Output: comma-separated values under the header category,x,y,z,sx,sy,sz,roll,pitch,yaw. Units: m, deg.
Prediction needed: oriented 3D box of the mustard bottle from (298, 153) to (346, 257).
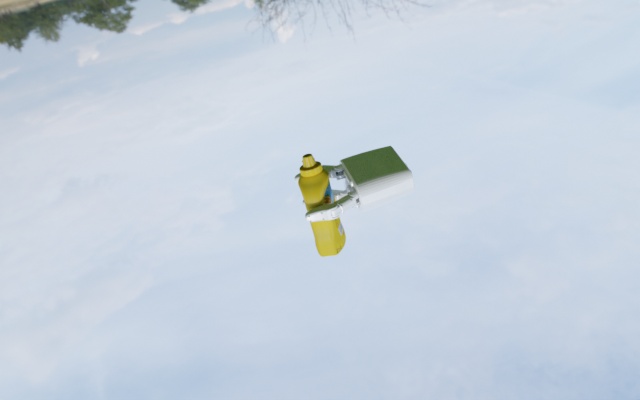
category,x,y,z,sx,sy,sz,roll,pitch,yaw
mustard bottle,0.000,0.003,0.886,0.058,0.192,0.096,-8,27,15
